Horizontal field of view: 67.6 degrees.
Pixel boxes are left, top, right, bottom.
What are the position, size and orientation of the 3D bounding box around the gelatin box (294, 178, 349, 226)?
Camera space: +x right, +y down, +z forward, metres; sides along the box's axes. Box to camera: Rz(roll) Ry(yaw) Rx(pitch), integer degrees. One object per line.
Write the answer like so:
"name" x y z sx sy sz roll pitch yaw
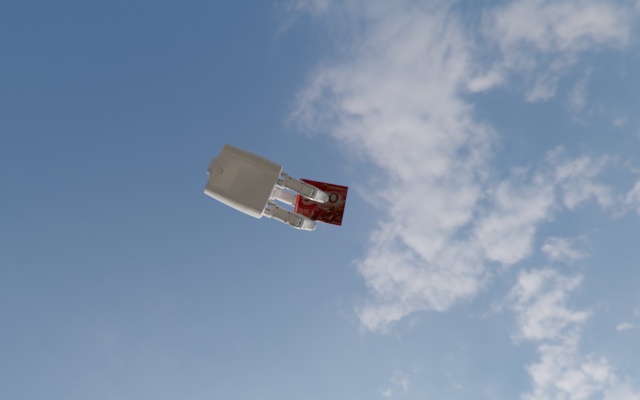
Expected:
"gelatin box" 0.000 0.003 0.866 0.089 0.073 0.030 10 0 -14
